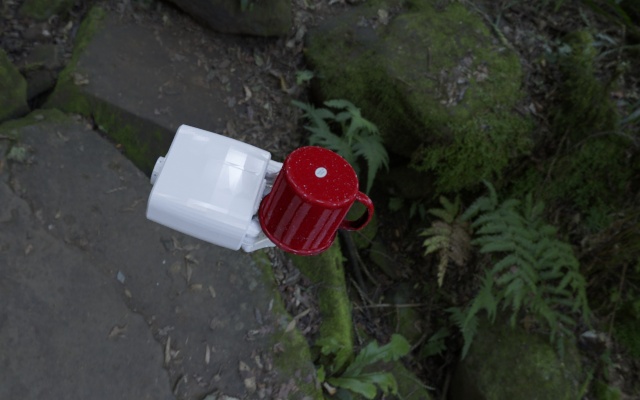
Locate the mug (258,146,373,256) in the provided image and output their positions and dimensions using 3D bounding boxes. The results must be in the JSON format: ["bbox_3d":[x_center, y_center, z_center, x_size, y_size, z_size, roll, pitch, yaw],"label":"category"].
[{"bbox_3d":[0.001,0.002,0.505,0.117,0.093,0.081,19,-43,-10],"label":"mug"}]
